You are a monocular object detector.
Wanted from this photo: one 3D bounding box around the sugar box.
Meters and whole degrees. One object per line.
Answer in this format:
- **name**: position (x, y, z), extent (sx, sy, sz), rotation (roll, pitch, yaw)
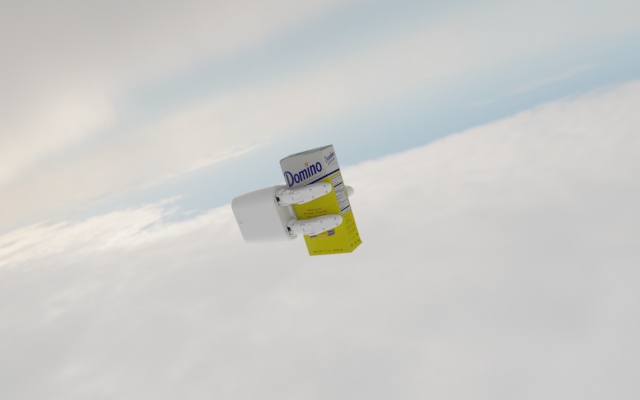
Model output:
- **sugar box**: position (0.000, 0.003, 0.797), extent (0.093, 0.176, 0.048), rotation (-10, 15, 37)
